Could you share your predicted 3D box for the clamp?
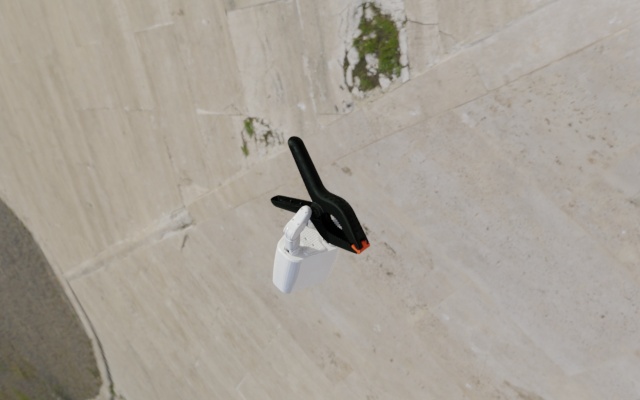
[{"bbox_3d":[0.000,0.003,0.782,0.210,0.165,0.036,39,50,24],"label":"clamp"}]
